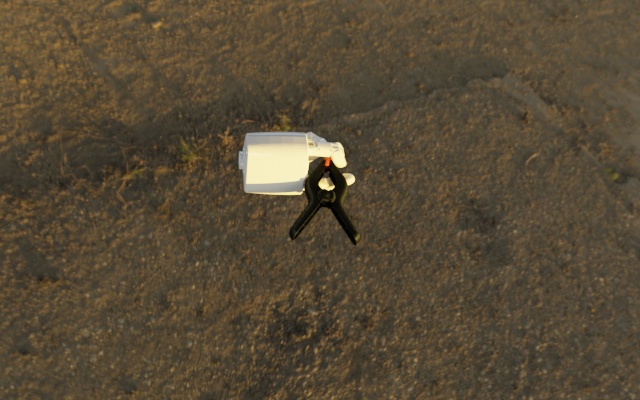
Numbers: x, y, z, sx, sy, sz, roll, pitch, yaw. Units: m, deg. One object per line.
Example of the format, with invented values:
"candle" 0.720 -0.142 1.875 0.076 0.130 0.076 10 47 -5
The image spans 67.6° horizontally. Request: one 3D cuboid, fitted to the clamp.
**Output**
"clamp" 0.000 0.002 0.839 0.120 0.171 0.039 0 -32 -14
